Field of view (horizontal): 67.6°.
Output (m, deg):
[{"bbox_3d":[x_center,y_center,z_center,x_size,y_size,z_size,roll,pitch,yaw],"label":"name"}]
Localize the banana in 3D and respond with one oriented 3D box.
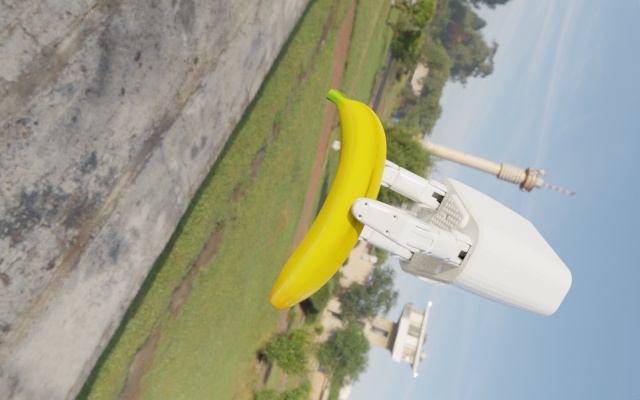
[{"bbox_3d":[0.014,-0.001,0.392,0.069,0.197,0.037,2,-19,46],"label":"banana"}]
